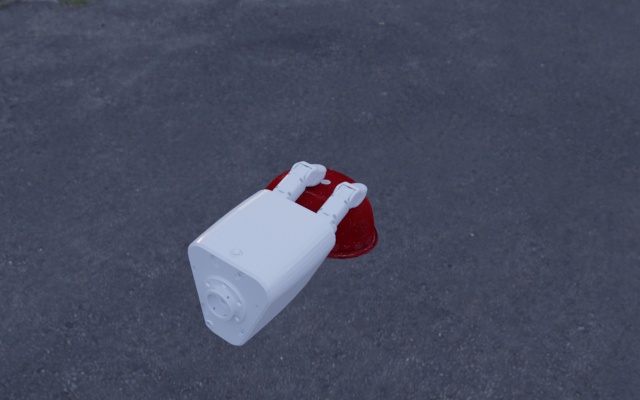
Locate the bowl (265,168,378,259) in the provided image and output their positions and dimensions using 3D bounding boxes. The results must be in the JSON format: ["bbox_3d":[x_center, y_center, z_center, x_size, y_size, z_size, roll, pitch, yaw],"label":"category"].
[{"bbox_3d":[0.001,0.001,0.578,0.162,0.055,0.162,14,25,-7],"label":"bowl"}]
